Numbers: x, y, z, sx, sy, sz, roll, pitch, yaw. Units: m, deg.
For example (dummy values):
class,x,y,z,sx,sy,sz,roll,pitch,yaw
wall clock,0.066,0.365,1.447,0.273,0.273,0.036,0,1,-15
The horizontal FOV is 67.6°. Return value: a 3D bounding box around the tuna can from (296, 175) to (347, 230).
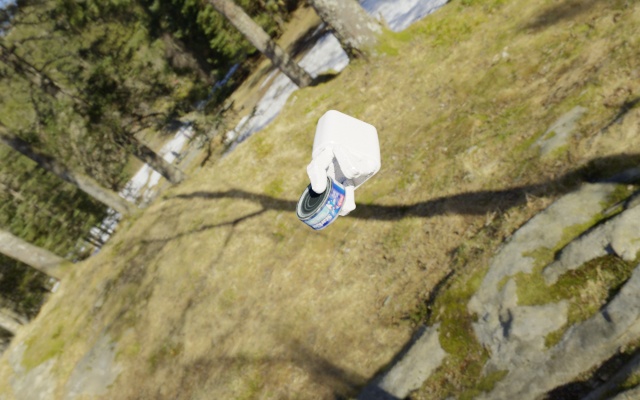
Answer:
class,x,y,z,sx,sy,sz,roll,pitch,yaw
tuna can,0.000,0.002,0.761,0.034,0.086,0.086,34,-18,-28
